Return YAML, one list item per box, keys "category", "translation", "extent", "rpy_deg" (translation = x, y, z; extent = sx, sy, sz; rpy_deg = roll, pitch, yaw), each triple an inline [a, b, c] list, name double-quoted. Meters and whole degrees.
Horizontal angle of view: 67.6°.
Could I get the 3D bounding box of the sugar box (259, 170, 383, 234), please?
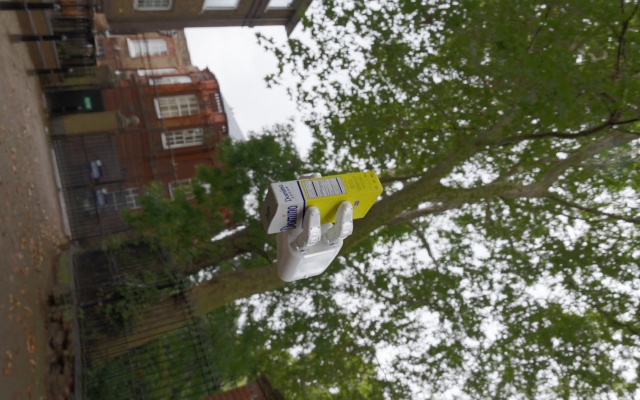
- category: "sugar box"
  translation: [0.000, 0.003, 0.746]
  extent: [0.176, 0.048, 0.093]
  rpy_deg: [-11, -27, -24]
